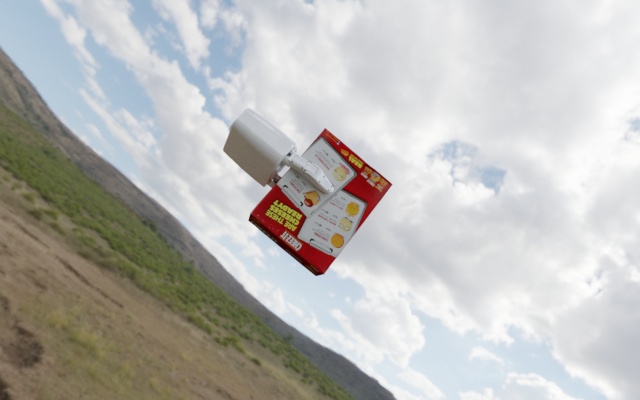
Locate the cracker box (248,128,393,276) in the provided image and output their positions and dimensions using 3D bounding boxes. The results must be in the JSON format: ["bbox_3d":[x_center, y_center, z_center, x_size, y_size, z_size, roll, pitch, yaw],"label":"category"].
[{"bbox_3d":[0.000,0.003,0.860,0.164,0.213,0.072,40,-19,-1],"label":"cracker box"}]
